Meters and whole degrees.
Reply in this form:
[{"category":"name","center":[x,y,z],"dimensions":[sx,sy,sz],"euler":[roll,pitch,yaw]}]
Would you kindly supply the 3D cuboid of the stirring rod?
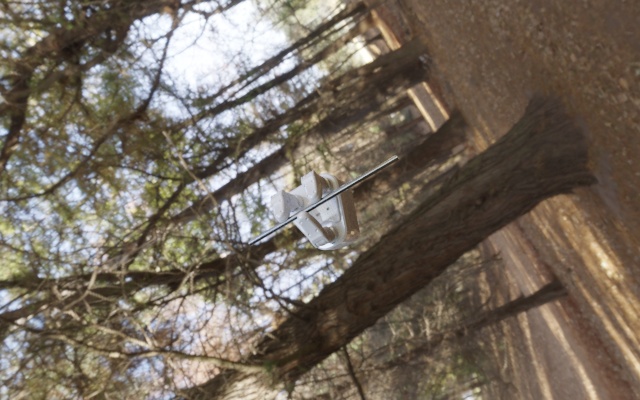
[{"category":"stirring rod","center":[0.000,0.002,0.653],"dimensions":[0.239,0.011,0.011],"euler":[-30,-8,14]}]
